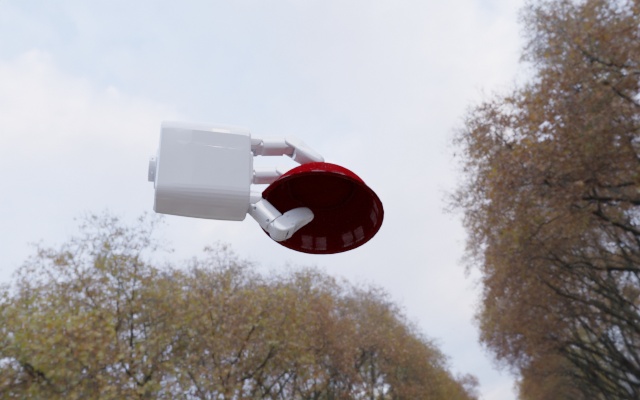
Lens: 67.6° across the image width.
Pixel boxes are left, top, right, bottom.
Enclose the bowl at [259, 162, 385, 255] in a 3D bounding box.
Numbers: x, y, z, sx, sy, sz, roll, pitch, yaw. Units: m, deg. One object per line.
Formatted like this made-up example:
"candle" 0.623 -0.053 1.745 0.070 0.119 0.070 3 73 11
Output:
"bowl" 0.001 0.002 0.616 0.162 0.055 0.162 2 -42 2
